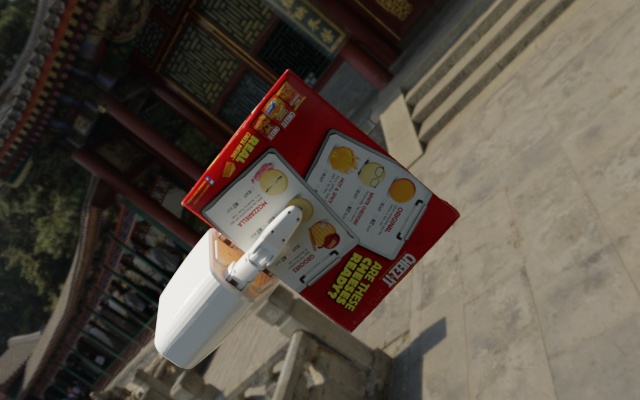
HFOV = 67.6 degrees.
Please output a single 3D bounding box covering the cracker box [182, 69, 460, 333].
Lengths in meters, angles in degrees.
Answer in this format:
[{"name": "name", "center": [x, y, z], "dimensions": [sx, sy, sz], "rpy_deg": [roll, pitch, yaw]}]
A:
[{"name": "cracker box", "center": [0.000, 0.002, 0.480], "dimensions": [0.214, 0.164, 0.072], "rpy_deg": [39, 11, -9]}]
